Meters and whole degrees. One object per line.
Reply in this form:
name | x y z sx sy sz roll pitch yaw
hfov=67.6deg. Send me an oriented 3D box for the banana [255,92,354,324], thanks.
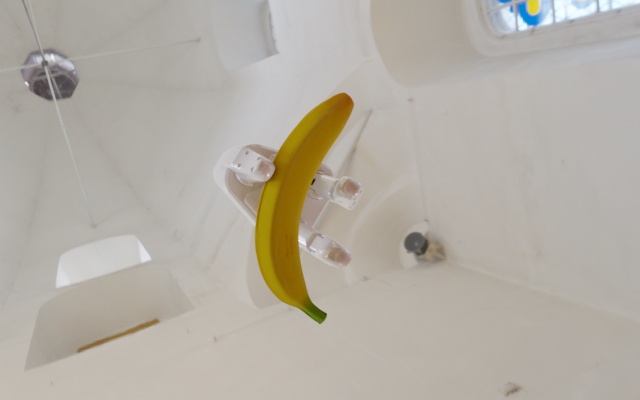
banana | -0.018 0.002 0.408 0.069 0.198 0.037 7 2 -14
